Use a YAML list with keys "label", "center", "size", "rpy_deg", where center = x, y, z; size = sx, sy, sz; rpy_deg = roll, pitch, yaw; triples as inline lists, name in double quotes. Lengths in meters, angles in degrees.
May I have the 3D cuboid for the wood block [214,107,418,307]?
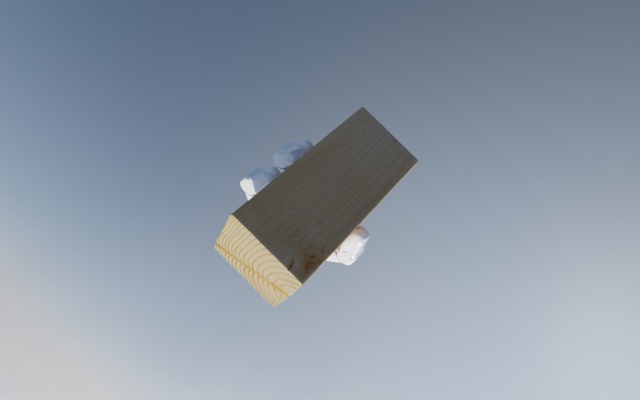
- label: "wood block"
  center: [0.000, 0.002, 0.507]
  size: [0.206, 0.091, 0.090]
  rpy_deg: [-44, -3, -34]
